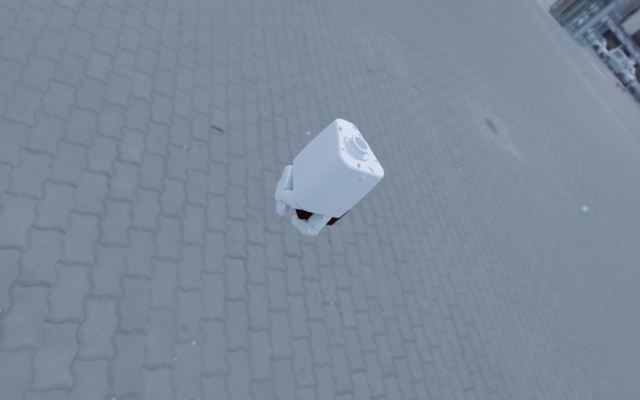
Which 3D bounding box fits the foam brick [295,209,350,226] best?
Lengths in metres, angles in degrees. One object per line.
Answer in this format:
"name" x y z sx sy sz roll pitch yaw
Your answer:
"foam brick" 0.000 0.003 0.797 0.078 0.053 0.051 13 -44 -41
